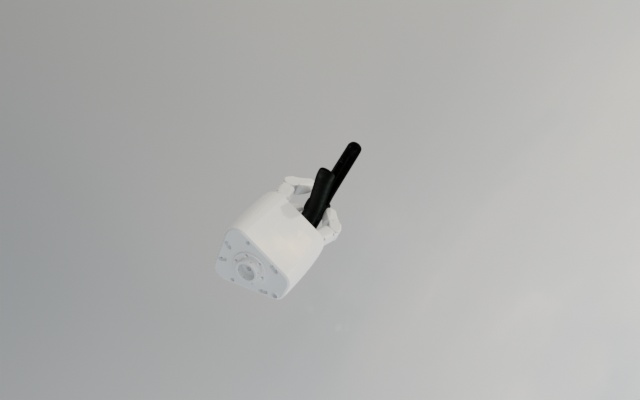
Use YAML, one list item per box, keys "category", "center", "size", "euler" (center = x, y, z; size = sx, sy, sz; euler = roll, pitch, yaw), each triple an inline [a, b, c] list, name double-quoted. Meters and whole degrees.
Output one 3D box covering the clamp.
- category: "clamp"
  center: [0.001, 0.003, 0.777]
  size: [0.036, 0.210, 0.164]
  euler: [32, 35, 8]
